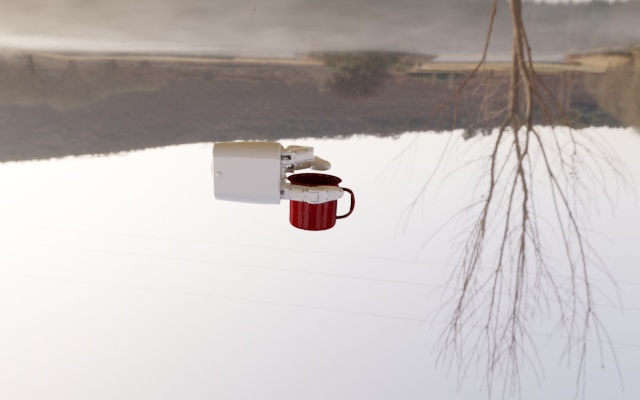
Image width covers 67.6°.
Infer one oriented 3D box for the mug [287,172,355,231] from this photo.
[{"bbox_3d":[0.002,0.003,0.805,0.117,0.081,0.093,3,16,1],"label":"mug"}]
